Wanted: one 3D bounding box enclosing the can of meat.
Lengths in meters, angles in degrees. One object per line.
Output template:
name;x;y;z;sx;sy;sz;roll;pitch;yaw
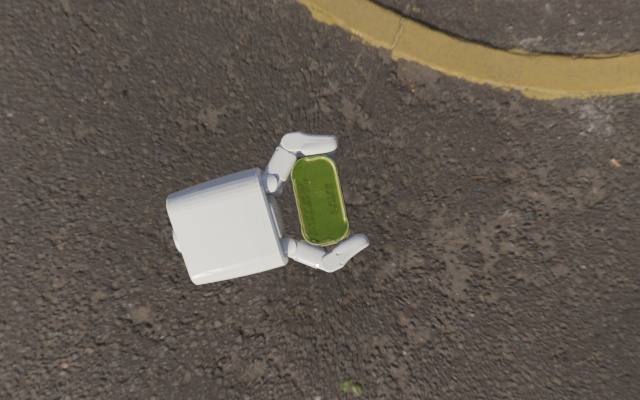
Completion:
can of meat;0.000;0.002;0.548;0.057;0.102;0.084;-12;-4;1
